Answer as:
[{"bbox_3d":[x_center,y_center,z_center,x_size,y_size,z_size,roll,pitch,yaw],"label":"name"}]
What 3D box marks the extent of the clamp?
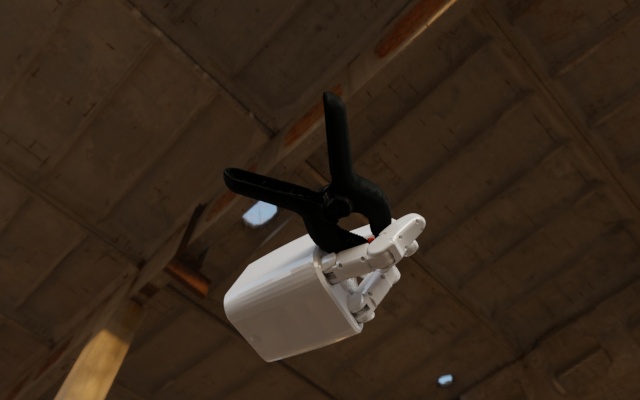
[{"bbox_3d":[0.000,0.001,0.426,0.120,0.171,0.039,-25,27,15],"label":"clamp"}]
